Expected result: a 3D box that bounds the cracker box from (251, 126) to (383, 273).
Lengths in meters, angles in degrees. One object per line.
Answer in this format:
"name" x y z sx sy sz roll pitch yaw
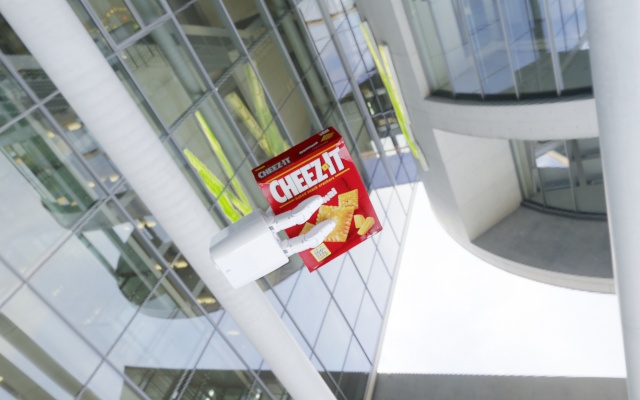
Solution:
"cracker box" 0.000 0.003 0.857 0.164 0.214 0.072 -30 31 -4
